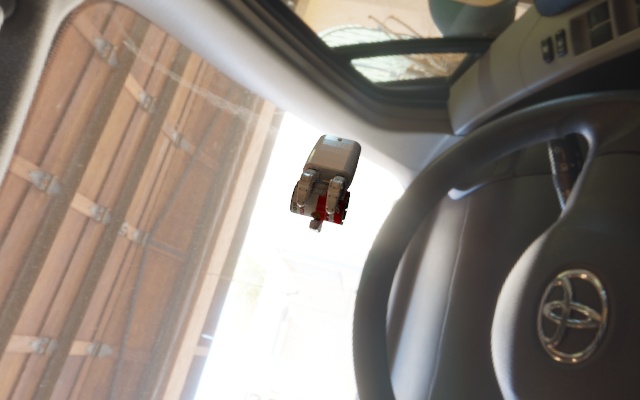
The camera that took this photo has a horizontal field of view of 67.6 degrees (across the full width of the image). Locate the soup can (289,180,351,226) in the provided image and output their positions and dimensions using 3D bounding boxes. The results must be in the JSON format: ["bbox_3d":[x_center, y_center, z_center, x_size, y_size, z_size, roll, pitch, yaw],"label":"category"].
[{"bbox_3d":[0.000,0.003,0.892,0.102,0.068,0.068,14,2,8],"label":"soup can"}]
